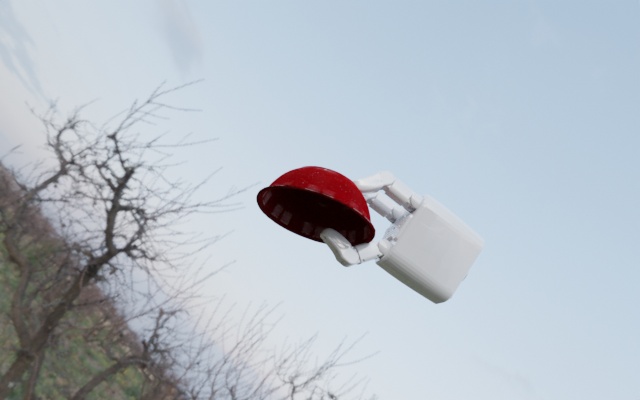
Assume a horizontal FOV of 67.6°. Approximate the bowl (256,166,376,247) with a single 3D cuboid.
[{"bbox_3d":[-0.001,0.001,0.627,0.162,0.055,0.162,16,-24,7],"label":"bowl"}]
